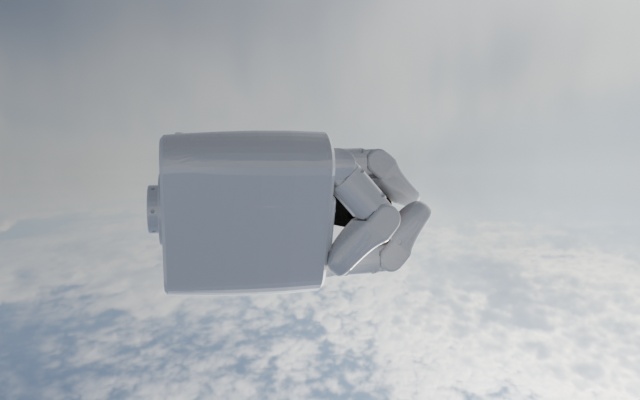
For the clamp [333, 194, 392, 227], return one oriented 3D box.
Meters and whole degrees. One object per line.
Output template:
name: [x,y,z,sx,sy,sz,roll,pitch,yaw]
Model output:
clamp: [0.000,0.002,0.427,0.120,0.039,0.171,-1,4,-15]
